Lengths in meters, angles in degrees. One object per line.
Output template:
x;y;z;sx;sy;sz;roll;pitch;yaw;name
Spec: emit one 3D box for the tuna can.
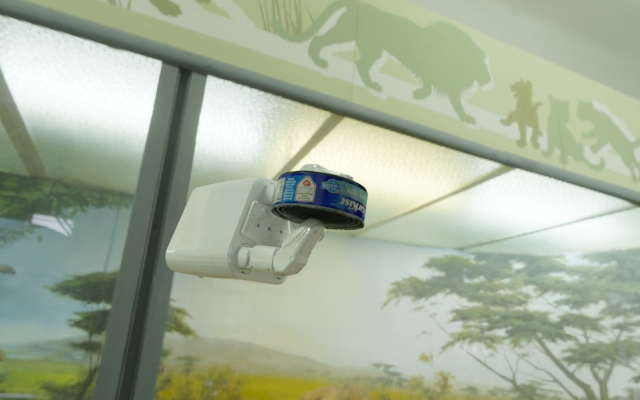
0.000;0.001;0.437;0.086;0.033;0.086;9;-13;2;tuna can
